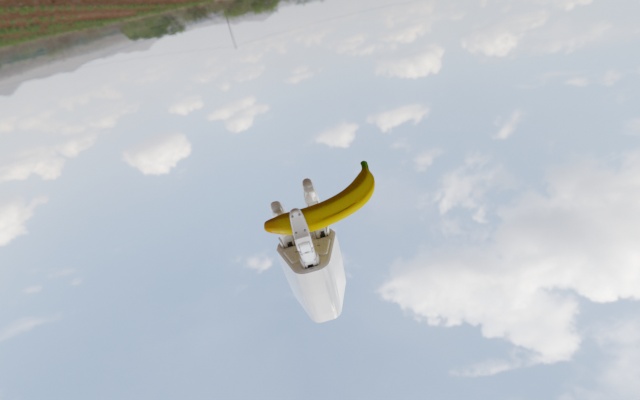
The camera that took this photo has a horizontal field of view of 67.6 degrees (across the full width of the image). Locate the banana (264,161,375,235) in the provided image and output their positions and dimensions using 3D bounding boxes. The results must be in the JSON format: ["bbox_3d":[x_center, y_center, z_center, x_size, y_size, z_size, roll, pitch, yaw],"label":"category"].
[{"bbox_3d":[0.013,0.007,0.709,0.198,0.037,0.069,-31,35,-21],"label":"banana"}]
